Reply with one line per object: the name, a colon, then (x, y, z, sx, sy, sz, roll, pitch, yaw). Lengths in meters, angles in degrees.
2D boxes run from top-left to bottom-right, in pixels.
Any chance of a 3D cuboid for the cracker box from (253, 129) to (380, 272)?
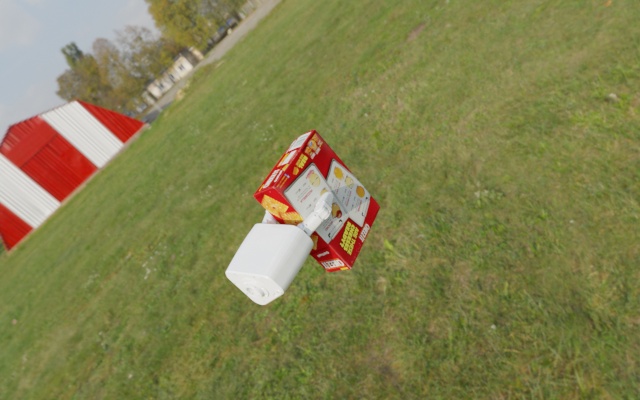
cracker box: (0.000, 0.003, 0.887, 0.072, 0.164, 0.214, -18, -58, 45)
